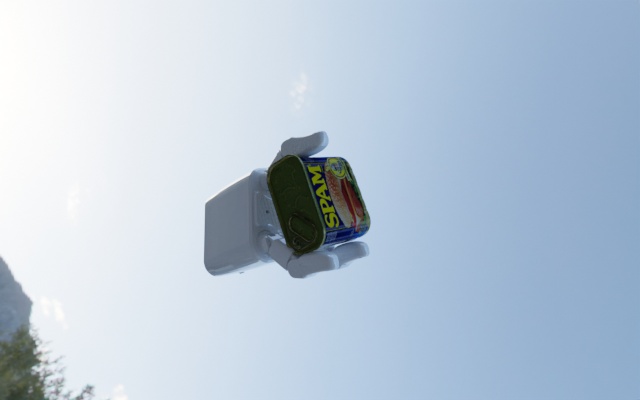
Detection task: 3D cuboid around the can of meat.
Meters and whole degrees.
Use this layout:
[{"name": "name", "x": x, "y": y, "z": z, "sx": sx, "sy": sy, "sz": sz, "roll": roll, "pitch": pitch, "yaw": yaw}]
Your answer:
[{"name": "can of meat", "x": 0.000, "y": 0.002, "z": 0.518, "sx": 0.057, "sy": 0.102, "sz": 0.084, "roll": -27, "pitch": -13, "yaw": 40}]
